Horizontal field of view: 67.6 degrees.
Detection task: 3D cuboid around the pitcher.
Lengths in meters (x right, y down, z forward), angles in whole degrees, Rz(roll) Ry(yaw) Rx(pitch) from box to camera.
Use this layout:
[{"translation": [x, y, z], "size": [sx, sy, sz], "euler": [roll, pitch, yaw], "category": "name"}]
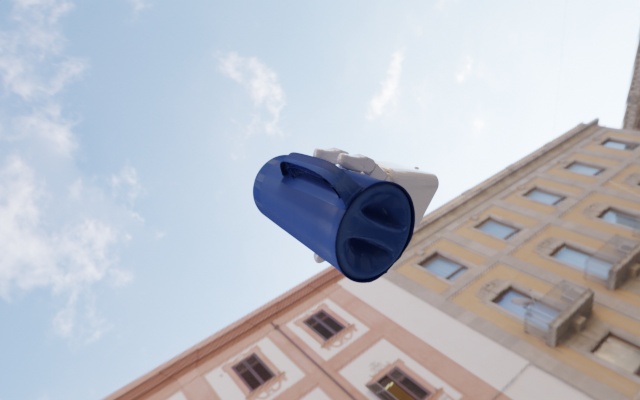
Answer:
[{"translation": [0.000, 0.002, 0.674], "size": [0.145, 0.149, 0.242], "euler": [-3, 18, -37], "category": "pitcher"}]
